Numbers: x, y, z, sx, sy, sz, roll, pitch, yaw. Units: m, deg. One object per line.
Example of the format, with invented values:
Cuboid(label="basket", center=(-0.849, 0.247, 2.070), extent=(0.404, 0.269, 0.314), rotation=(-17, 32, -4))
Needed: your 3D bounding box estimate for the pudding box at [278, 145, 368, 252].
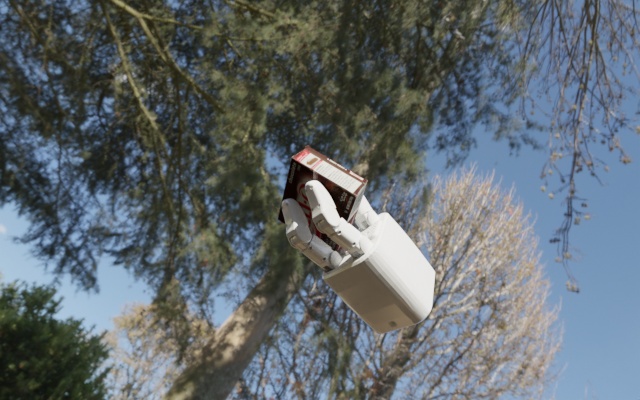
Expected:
Cuboid(label="pudding box", center=(0.000, 0.002, 0.584), extent=(0.090, 0.114, 0.039), rotation=(31, 44, 14))
